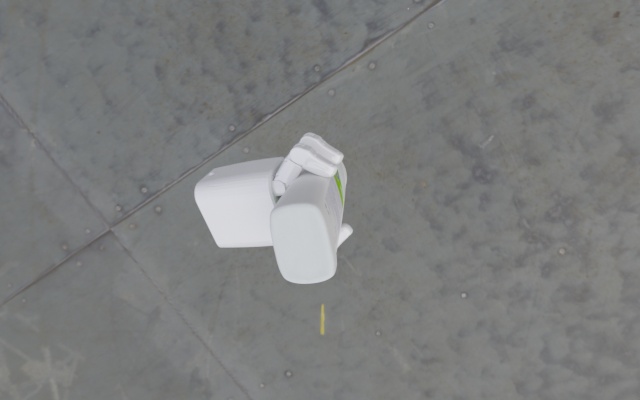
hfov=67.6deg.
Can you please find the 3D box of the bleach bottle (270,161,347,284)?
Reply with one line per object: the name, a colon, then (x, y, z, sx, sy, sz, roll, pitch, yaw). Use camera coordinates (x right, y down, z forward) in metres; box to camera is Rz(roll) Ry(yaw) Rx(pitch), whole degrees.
bleach bottle: (0.000, 0.002, 0.633, 0.068, 0.103, 0.250, -7, 20, 13)
